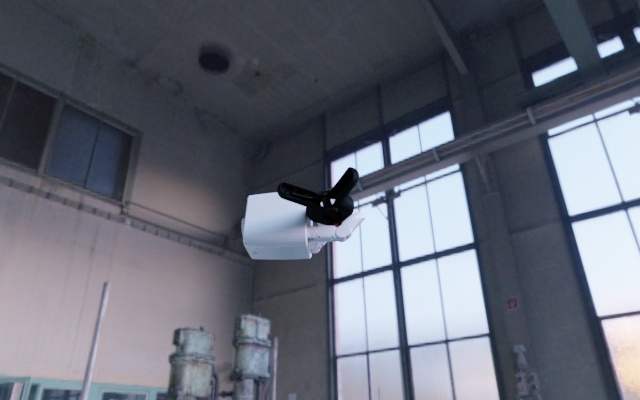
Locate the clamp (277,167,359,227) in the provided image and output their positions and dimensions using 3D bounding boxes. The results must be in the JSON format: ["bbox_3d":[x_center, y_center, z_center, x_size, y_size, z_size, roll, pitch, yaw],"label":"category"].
[{"bbox_3d":[0.000,0.002,0.750,0.120,0.039,0.172,-3,-27,2],"label":"clamp"}]
